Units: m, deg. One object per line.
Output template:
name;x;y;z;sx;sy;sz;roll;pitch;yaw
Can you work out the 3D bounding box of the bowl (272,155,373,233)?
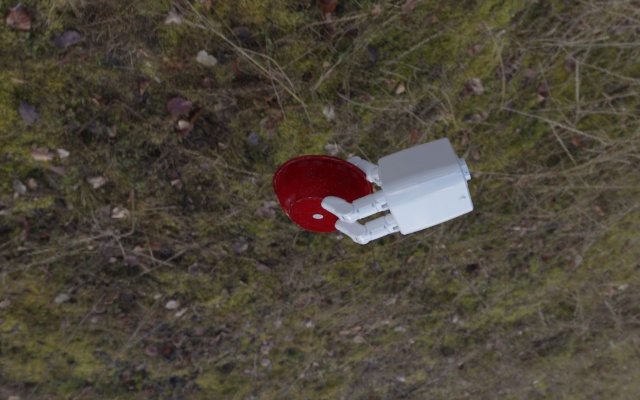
bowl;-0.001;0.003;0.744;0.162;0.055;0.162;6;-37;4
